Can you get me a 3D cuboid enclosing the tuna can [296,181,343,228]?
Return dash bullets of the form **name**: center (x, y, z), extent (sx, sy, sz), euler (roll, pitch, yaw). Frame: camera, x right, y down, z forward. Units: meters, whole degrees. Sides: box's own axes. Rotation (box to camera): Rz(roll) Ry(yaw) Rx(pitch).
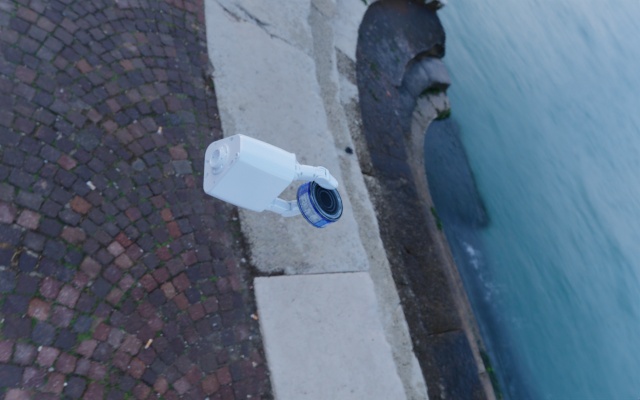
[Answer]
- **tuna can**: center (0.001, 0.003, 0.828), extent (0.034, 0.086, 0.086), euler (-28, -17, 35)
